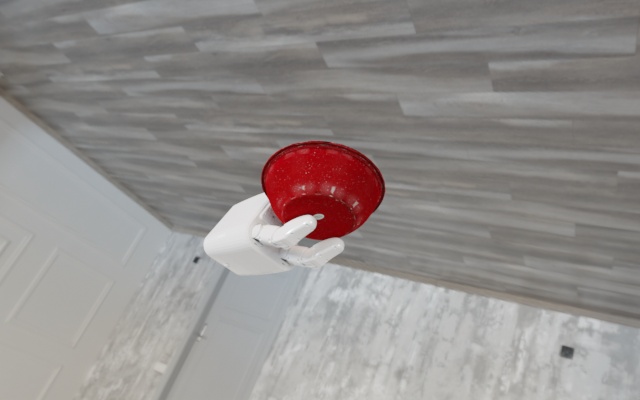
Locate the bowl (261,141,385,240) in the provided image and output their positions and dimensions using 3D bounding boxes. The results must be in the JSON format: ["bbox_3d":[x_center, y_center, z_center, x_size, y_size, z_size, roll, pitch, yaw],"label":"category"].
[{"bbox_3d":[0.001,0.002,0.601,0.162,0.055,0.162,5,-41,4],"label":"bowl"}]
